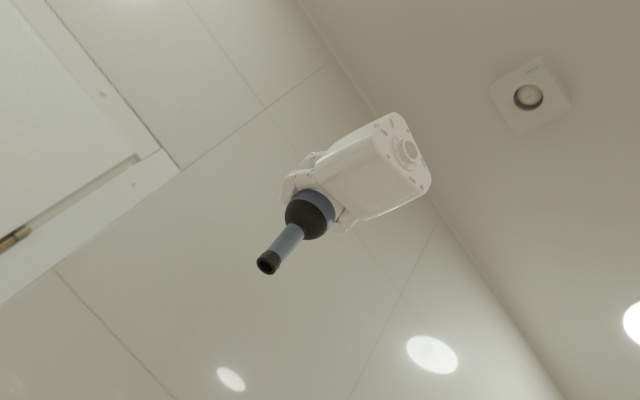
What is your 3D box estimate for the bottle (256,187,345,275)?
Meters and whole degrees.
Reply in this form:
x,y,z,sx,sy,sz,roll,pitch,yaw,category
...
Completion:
x,y,z,sx,sy,sz,roll,pitch,yaw,category
0.000,0.002,0.688,0.069,0.069,0.295,0,32,33,bottle
